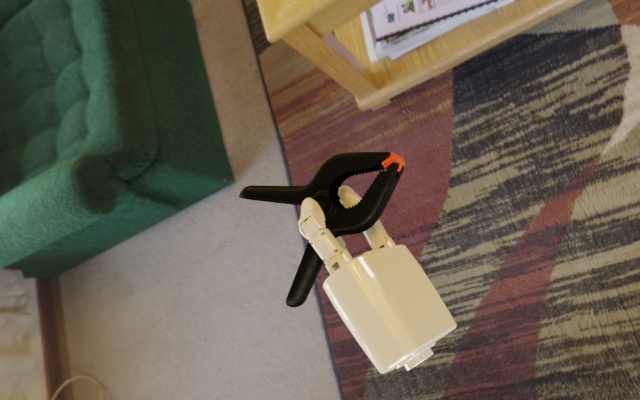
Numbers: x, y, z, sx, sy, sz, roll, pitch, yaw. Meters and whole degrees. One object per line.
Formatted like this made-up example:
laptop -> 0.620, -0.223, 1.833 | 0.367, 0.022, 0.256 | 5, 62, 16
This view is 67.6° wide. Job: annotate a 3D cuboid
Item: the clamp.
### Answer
clamp -> 0.000, 0.002, 0.559 | 0.210, 0.164, 0.036 | -41, -22, 18
